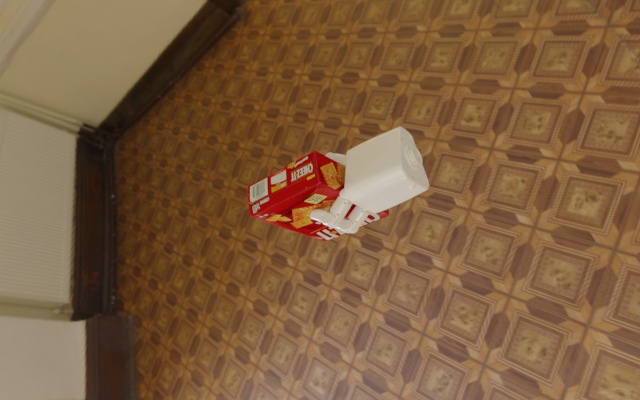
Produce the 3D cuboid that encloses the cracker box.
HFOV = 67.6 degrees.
[{"bbox_3d":[0.000,0.003,0.873,0.164,0.072,0.214,-25,-31,32],"label":"cracker box"}]
